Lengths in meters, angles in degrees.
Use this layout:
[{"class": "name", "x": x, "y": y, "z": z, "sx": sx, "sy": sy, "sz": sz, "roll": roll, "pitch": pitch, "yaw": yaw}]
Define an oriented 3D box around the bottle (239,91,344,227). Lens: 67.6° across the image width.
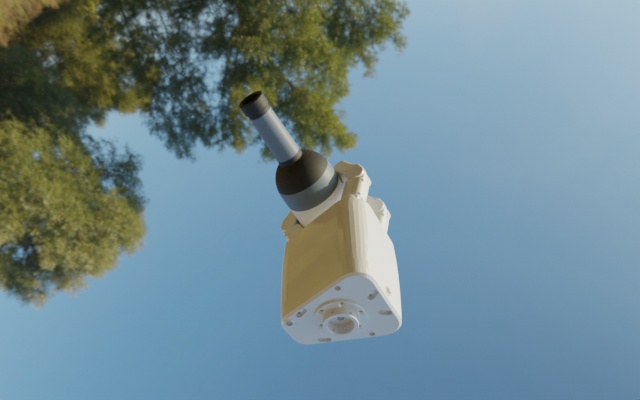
[{"class": "bottle", "x": 0.000, "y": 0.002, "z": 0.555, "sx": 0.069, "sy": 0.296, "sz": 0.069, "roll": -24, "pitch": 33, "yaw": 17}]
